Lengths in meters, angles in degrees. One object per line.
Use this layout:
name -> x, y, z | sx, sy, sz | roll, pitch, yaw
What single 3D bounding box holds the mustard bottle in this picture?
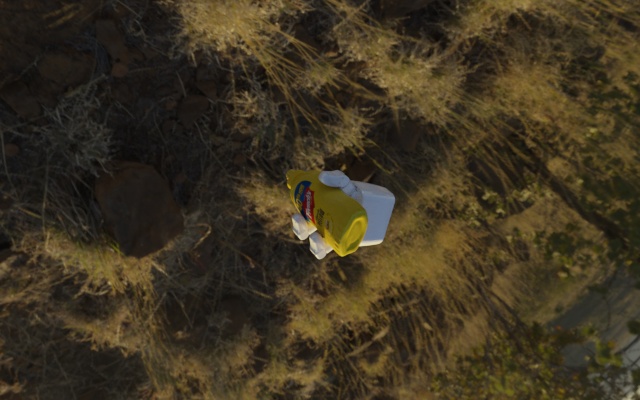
mustard bottle -> 0.000, 0.003, 0.830 | 0.058, 0.096, 0.191 | -19, 47, -32
